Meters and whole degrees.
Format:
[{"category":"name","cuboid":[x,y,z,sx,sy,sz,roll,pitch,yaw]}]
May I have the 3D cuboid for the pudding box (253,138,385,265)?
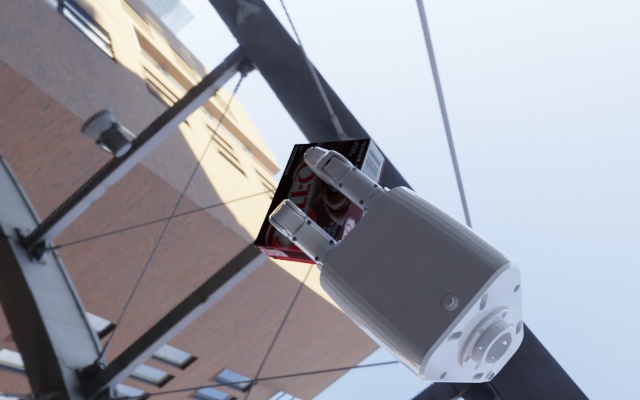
[{"category":"pudding box","cuboid":[0.000,0.001,0.428,0.090,0.113,0.039,2,-30,38]}]
